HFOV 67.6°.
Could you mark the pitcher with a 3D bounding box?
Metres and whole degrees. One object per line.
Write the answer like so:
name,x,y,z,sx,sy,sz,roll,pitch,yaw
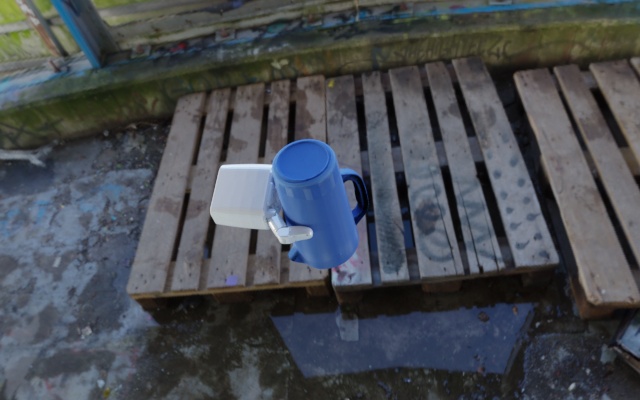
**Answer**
pitcher,0.000,0.003,0.866,0.145,0.149,0.243,4,-37,15
